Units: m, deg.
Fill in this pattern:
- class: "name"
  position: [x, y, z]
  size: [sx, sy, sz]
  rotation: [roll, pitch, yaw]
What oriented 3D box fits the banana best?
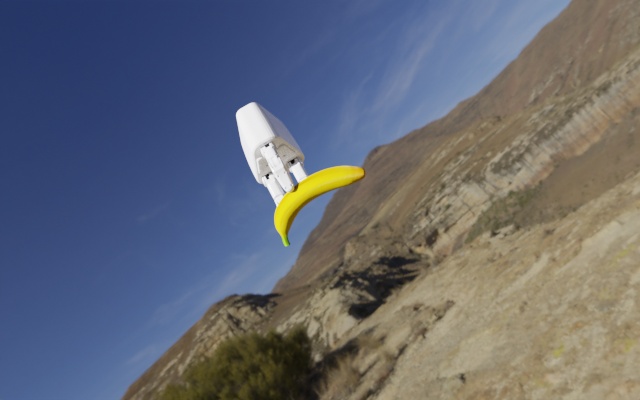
- class: "banana"
  position: [-0.016, -0.006, 0.801]
  size: [0.070, 0.198, 0.037]
  rotation: [38, 24, -24]
